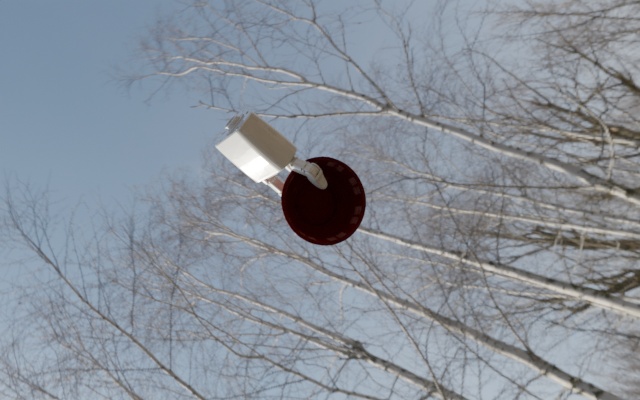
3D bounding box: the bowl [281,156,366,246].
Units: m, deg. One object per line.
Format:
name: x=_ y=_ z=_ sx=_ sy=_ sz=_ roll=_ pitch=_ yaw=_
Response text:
bowl: x=0.001 y=0.004 z=0.884 sx=0.162 sy=0.162 sz=0.055 roll=0 pitch=-6 yaw=-18
